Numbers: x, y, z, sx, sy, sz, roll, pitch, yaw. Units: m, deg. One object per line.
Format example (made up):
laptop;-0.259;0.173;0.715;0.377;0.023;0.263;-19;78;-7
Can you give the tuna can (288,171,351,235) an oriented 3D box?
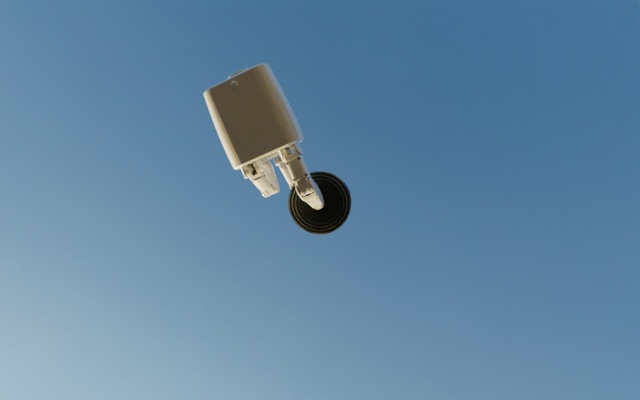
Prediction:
tuna can;0.000;0.002;0.661;0.086;0.086;0.034;0;5;6
